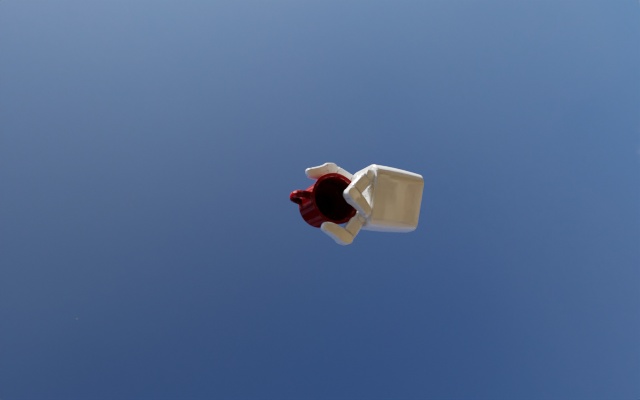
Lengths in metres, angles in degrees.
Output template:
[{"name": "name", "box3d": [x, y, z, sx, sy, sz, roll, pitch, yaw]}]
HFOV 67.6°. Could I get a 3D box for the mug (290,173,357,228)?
[{"name": "mug", "box3d": [-0.001, 0.003, 0.867, 0.117, 0.093, 0.081, 9, -16, -23]}]
